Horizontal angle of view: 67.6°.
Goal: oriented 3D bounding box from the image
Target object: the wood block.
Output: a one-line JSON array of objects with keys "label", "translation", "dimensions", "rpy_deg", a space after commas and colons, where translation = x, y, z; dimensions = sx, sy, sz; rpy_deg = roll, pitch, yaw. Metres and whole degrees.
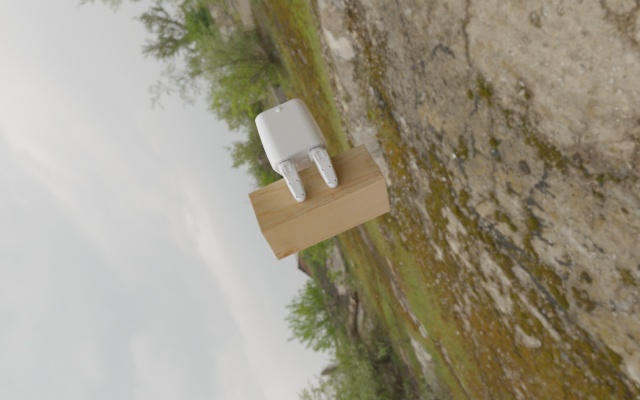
[{"label": "wood block", "translation": [0.000, 0.003, 0.786], "dimensions": [0.206, 0.090, 0.091], "rpy_deg": [-24, -38, -2]}]
